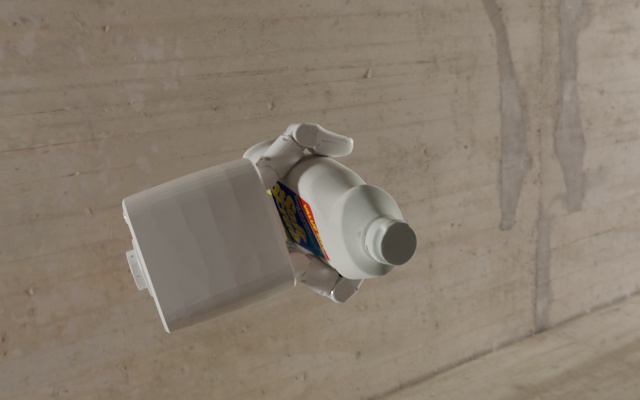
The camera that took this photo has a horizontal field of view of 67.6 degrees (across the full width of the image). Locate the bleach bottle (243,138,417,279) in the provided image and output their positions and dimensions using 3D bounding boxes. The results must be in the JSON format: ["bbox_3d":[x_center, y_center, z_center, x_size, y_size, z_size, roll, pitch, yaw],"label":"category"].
[{"bbox_3d":[0.000,0.001,0.418,0.068,0.102,0.251,-20,16,-19],"label":"bleach bottle"}]
